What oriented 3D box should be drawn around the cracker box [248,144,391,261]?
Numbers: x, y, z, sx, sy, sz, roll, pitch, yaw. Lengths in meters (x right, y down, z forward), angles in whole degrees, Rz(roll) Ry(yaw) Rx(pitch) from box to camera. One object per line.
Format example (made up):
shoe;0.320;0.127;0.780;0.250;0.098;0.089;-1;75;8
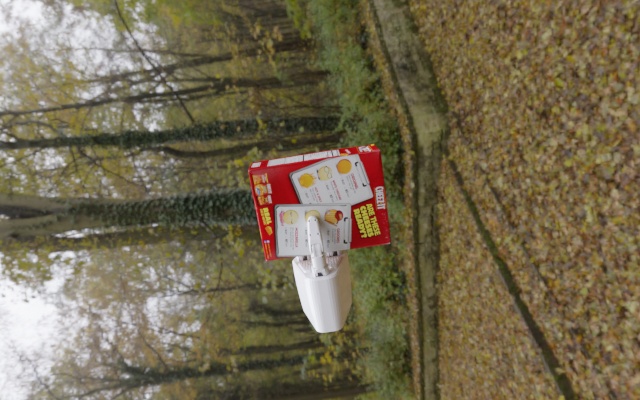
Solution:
cracker box;0.000;0.003;0.804;0.214;0.164;0.072;-9;18;1
